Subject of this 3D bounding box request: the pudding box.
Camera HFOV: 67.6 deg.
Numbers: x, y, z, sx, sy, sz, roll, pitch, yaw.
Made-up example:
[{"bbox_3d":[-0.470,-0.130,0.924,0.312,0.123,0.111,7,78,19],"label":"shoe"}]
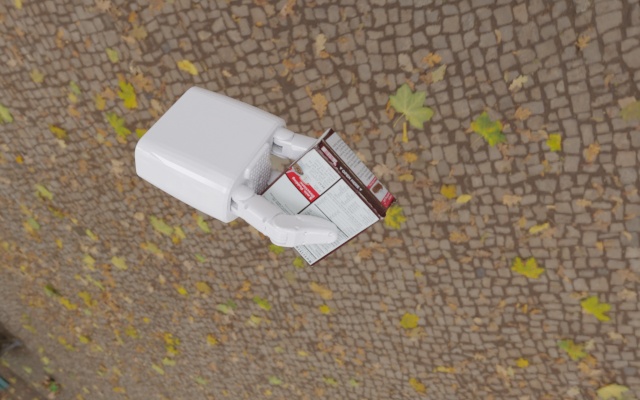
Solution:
[{"bbox_3d":[0.000,0.002,0.450,0.113,0.090,0.039,-38,8,43],"label":"pudding box"}]
